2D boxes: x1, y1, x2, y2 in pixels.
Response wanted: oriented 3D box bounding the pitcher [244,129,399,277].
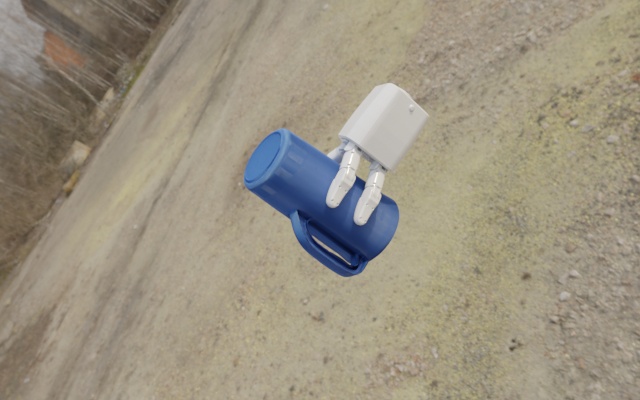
[{"bbox_3d":[0.000,0.002,0.759,0.243,0.145,0.149,34,6,-29],"label":"pitcher"}]
